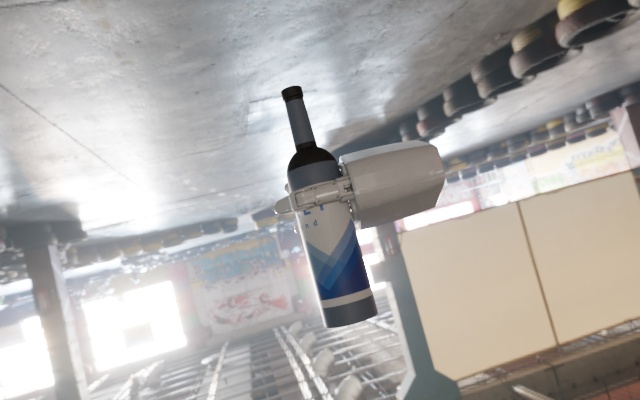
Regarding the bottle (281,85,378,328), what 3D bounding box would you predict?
[{"bbox_3d":[0.000,0.002,0.587,0.069,0.295,0.069,-15,-5,-1],"label":"bottle"}]
